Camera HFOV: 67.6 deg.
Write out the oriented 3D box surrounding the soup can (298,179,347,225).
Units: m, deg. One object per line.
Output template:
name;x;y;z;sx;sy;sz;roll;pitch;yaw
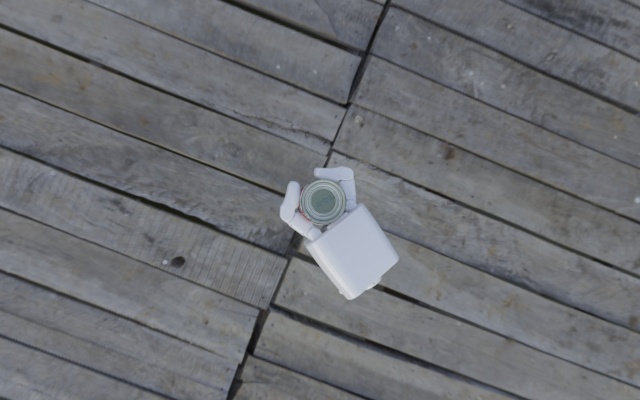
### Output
soup can;0.000;0.002;0.729;0.068;0.068;0.102;0;-1;-5
